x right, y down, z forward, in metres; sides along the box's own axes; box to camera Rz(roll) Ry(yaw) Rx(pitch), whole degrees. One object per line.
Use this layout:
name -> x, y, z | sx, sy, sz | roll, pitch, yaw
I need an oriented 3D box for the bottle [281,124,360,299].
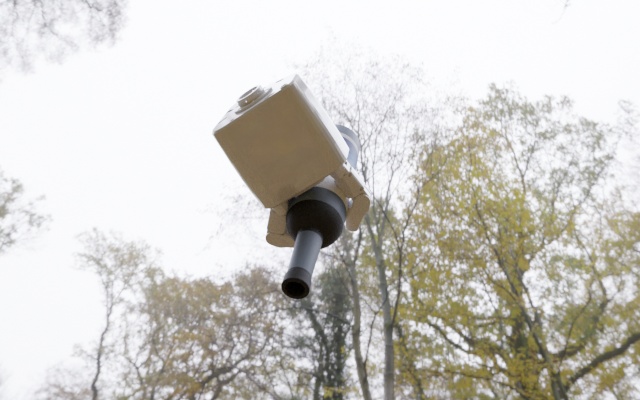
bottle -> 0.000, 0.002, 0.567 | 0.069, 0.069, 0.295 | 0, 34, 11
